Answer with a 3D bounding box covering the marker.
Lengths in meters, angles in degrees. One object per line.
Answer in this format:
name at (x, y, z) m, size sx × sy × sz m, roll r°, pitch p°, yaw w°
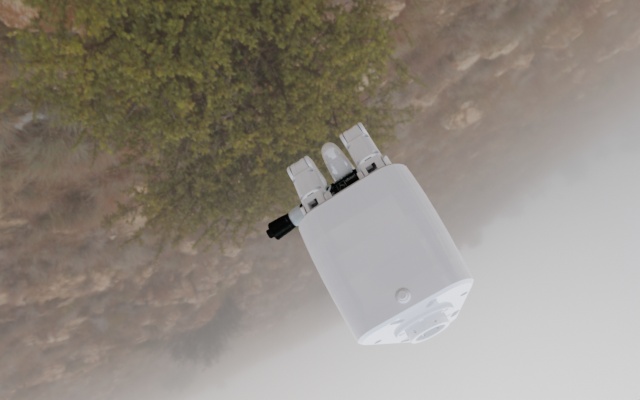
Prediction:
marker at (0.000, 0.001, 0.454) m, size 0.121 × 0.020 × 0.020 m, roll -32°, pitch -6°, yaw 9°
